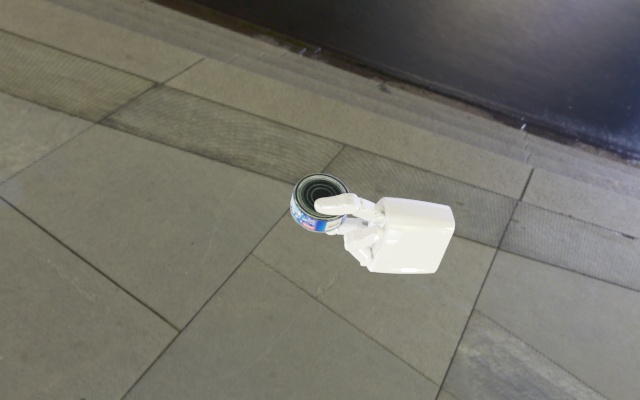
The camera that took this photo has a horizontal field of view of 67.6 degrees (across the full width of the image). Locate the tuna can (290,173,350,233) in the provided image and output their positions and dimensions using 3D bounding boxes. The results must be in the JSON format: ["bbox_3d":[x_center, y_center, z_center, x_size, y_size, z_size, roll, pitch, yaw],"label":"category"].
[{"bbox_3d":[0.000,0.002,0.695,0.086,0.086,0.034,0,-35,-12],"label":"tuna can"}]
